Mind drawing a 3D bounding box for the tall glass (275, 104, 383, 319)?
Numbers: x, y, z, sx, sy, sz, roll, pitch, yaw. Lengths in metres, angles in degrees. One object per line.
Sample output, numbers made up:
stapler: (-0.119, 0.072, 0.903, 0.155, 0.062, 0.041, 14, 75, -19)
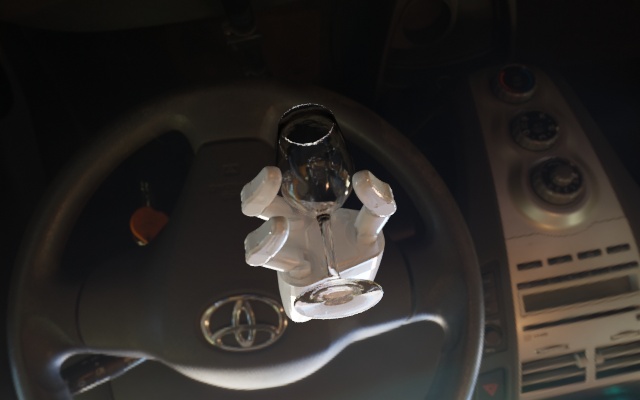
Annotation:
tall glass: (0.000, 0.002, 0.445, 0.079, 0.201, 0.079, -7, -34, -5)
